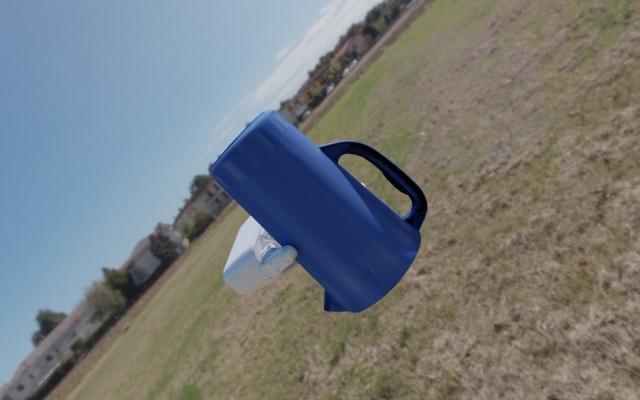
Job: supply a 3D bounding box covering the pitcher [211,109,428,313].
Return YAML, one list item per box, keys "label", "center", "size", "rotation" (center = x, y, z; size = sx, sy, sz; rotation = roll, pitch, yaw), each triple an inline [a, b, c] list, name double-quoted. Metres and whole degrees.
- label: "pitcher"
  center: [0.000, 0.002, 0.572]
  size: [0.145, 0.243, 0.149]
  rotation: [-37, 13, 48]
